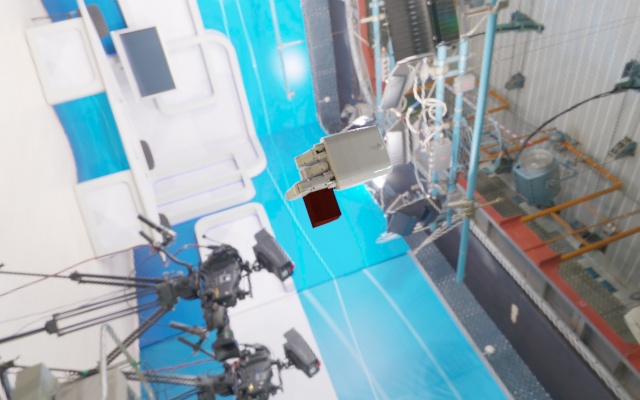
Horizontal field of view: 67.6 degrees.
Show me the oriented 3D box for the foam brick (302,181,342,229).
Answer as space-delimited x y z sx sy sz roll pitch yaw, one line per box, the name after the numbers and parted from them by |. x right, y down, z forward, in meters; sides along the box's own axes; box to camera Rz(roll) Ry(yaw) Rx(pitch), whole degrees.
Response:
0.000 0.003 0.858 0.051 0.078 0.053 -17 -10 -11 | foam brick
